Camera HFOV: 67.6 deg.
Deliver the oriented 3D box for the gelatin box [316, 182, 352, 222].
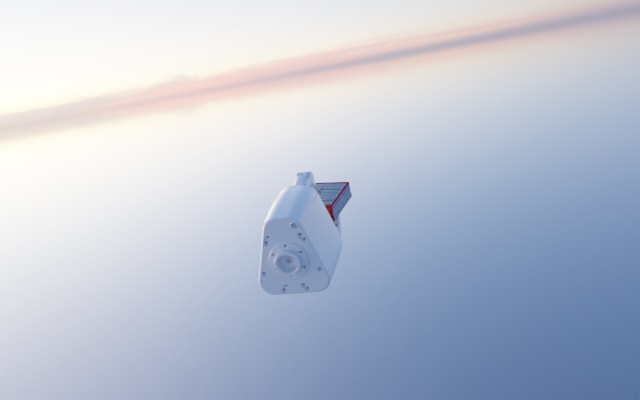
[{"bbox_3d":[0.000,0.002,0.741,0.073,0.030,0.089,-1,27,24],"label":"gelatin box"}]
